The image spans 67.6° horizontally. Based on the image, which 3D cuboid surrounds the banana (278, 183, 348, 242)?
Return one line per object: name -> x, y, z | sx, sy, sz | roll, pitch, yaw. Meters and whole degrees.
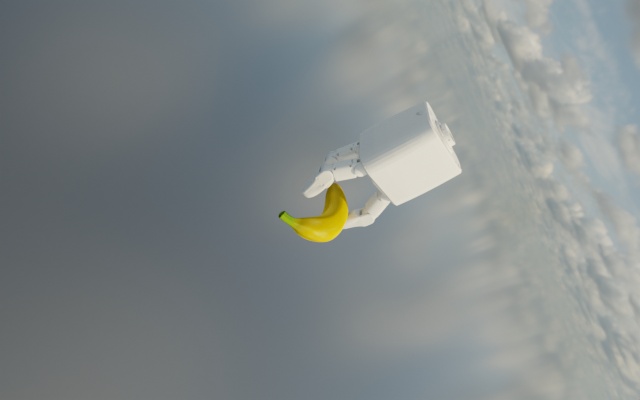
banana -> 0.008, 0.019, 0.691 | 0.037, 0.069, 0.197 | -30, 0, 24
